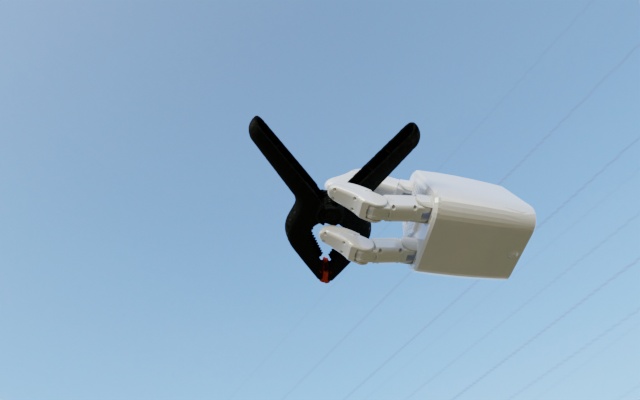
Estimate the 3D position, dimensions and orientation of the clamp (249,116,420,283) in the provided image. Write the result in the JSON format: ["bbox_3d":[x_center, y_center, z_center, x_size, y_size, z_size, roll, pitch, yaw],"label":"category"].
[{"bbox_3d":[0.000,0.002,0.509,0.164,0.210,0.036,8,35,-4],"label":"clamp"}]
